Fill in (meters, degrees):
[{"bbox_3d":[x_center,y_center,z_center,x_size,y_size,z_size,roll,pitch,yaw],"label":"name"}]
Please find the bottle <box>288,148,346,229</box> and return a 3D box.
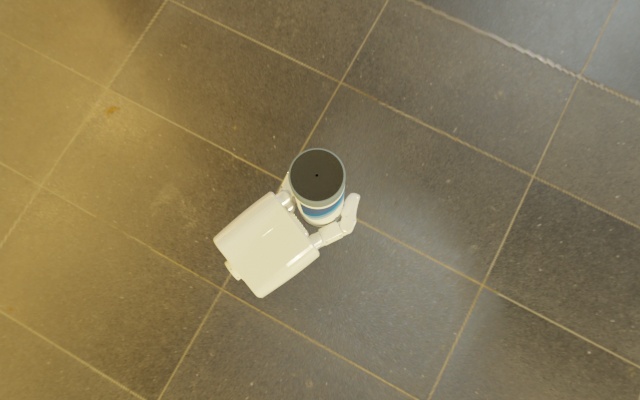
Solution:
[{"bbox_3d":[0.000,0.002,0.693,0.069,0.069,0.296,0,-12,2],"label":"bottle"}]
